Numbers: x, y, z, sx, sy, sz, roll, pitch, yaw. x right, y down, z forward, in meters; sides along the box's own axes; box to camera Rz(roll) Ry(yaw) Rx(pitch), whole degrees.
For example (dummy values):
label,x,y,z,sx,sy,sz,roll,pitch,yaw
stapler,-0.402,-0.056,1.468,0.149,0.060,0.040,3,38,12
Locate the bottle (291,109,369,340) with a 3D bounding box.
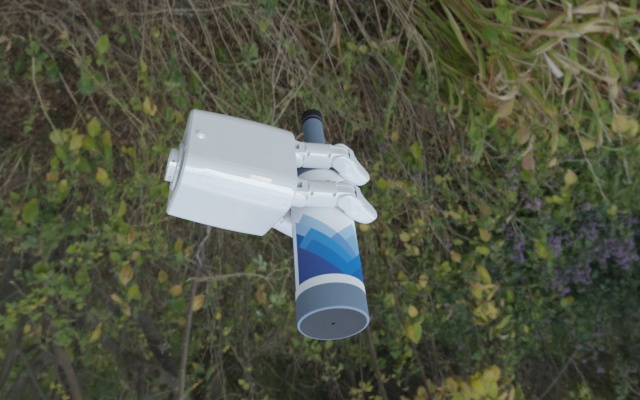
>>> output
label,x,y,z,sx,sy,sz,roll,pitch,yaw
bottle,0.000,0.002,0.530,0.069,0.295,0.069,-3,-40,-3
